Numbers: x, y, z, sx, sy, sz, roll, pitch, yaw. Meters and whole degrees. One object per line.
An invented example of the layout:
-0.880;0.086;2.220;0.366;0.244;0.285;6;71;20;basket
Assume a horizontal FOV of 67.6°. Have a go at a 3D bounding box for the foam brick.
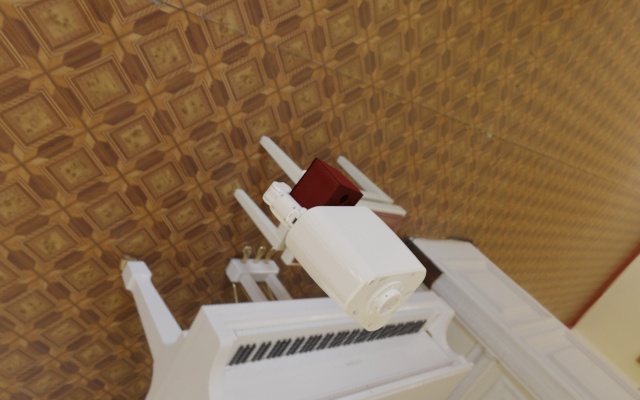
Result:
0.000;0.001;0.549;0.053;0.078;0.051;22;19;-52;foam brick
